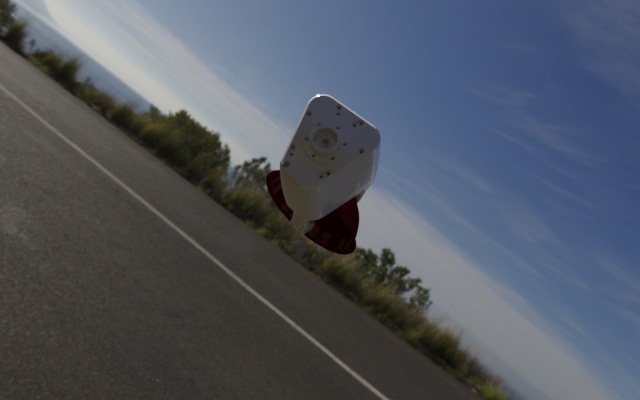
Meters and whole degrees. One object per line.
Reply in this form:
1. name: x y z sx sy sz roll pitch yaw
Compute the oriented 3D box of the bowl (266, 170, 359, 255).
1. bowl: 0.000 0.002 0.680 0.055 0.162 0.162 -47 23 -24
